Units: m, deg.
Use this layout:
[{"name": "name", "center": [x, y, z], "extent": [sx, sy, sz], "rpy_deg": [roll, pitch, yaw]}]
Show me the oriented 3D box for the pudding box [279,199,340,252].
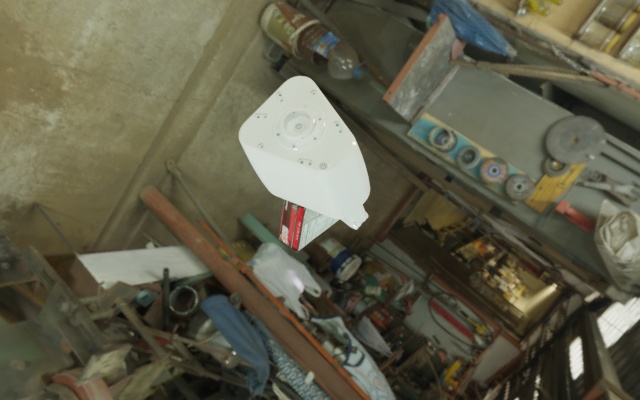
[{"name": "pudding box", "center": [0.000, 0.002, 0.608], "extent": [0.039, 0.090, 0.113], "rpy_deg": [40, 52, 23]}]
